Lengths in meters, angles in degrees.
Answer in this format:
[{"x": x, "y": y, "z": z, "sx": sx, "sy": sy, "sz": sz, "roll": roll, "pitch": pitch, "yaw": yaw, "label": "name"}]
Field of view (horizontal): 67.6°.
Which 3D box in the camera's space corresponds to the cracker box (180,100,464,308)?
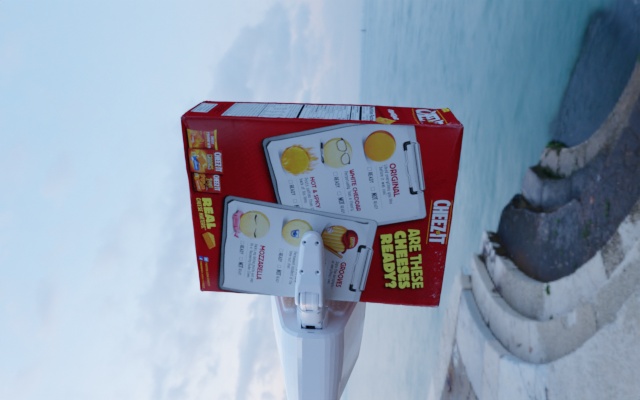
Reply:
[{"x": 0.000, "y": 0.001, "z": 0.414, "sx": 0.214, "sy": 0.164, "sz": 0.072, "roll": 2, "pitch": 25, "yaw": 4, "label": "cracker box"}]
